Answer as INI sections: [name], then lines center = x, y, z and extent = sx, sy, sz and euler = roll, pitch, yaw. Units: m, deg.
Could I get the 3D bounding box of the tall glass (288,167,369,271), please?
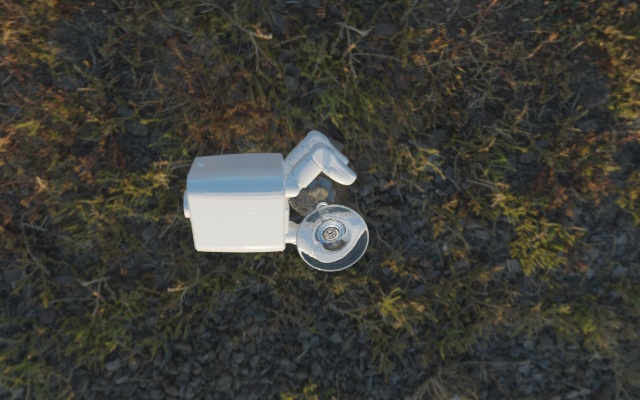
[tall glass]
center = 0.000, 0.002, 0.570
extent = 0.079, 0.079, 0.201
euler = 0, 22, -7
